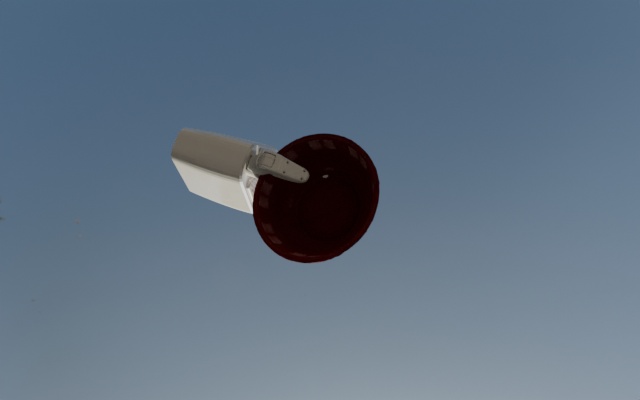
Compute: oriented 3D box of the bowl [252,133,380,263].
[{"bbox_3d":[0.001,0.003,0.586,0.162,0.162,0.055,0,-18,22],"label":"bowl"}]
